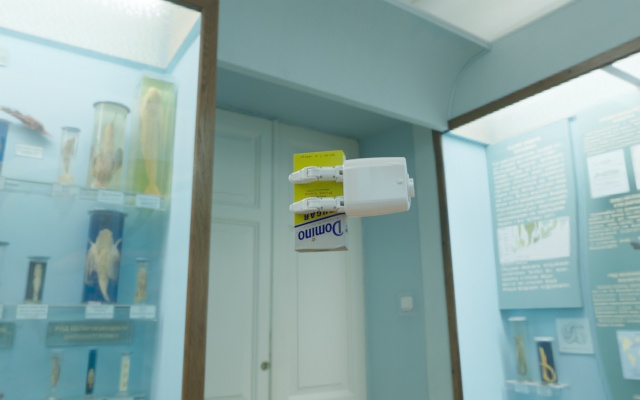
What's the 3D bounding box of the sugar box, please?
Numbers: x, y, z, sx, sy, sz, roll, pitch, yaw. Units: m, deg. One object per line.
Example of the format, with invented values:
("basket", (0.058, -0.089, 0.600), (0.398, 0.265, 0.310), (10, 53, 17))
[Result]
("sugar box", (0.000, 0.003, 0.855), (0.093, 0.176, 0.048), (-4, -14, 11))
